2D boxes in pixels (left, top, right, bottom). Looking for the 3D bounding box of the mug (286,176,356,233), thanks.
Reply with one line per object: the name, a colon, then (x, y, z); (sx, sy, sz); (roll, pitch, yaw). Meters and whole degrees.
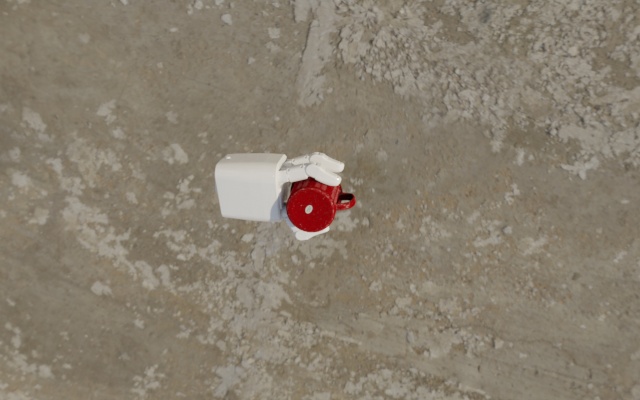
mug: (0.002, 0.003, 0.799); (0.117, 0.093, 0.081); (2, 22, 6)
